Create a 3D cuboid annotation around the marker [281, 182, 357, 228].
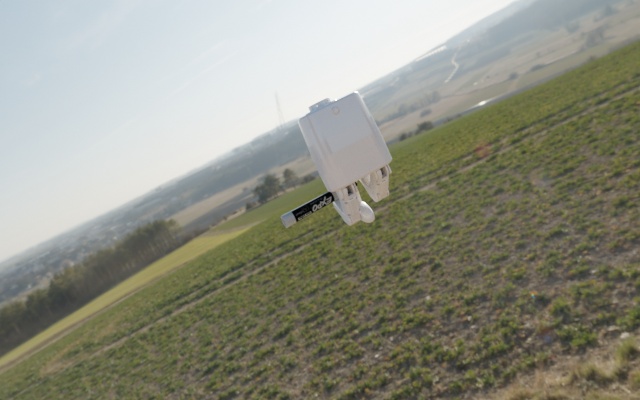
[{"bbox_3d":[0.000,0.002,0.679,0.121,0.020,0.020,-28,7,-14],"label":"marker"}]
